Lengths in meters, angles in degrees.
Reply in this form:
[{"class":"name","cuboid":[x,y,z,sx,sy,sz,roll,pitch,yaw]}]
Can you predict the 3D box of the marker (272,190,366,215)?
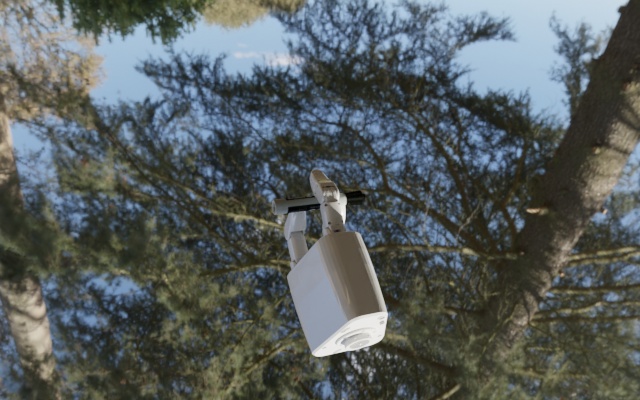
[{"class":"marker","cuboid":[0.000,0.002,0.594,0.121,0.020,0.020,-6,2,-20]}]
